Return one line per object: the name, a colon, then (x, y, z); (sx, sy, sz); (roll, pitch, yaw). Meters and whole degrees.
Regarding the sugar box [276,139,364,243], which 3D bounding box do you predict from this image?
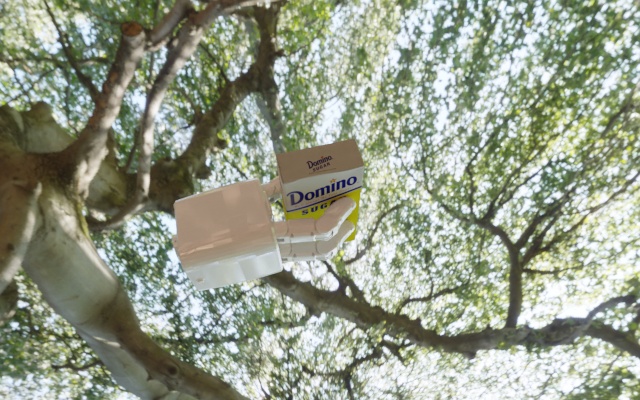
sugar box: (0.000, 0.002, 0.587); (0.093, 0.048, 0.176); (-13, -29, -6)
